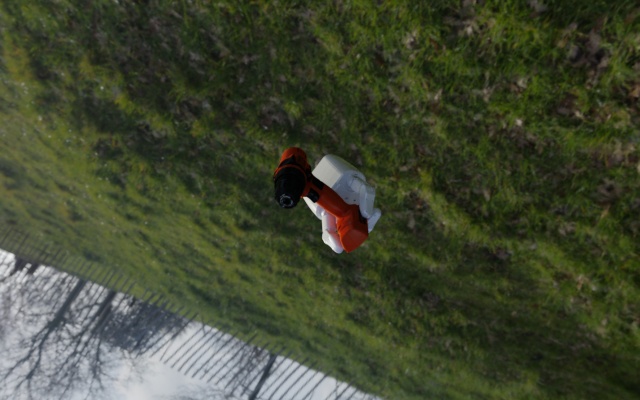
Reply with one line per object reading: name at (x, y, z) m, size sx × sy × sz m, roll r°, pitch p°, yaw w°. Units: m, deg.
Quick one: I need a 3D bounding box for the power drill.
power drill at (0.000, 0.003, 0.807) m, size 0.057 × 0.188 × 0.184 m, roll -40°, pitch 20°, yaw 21°
